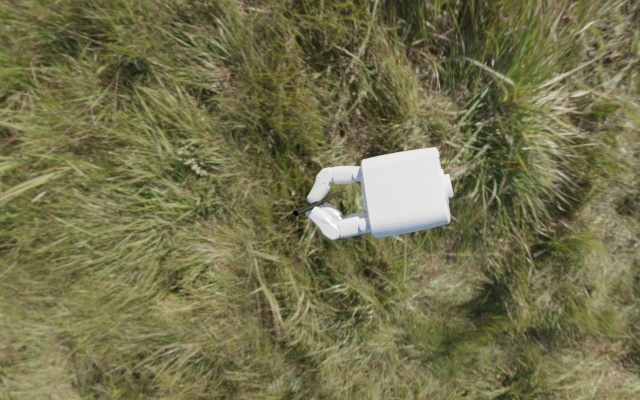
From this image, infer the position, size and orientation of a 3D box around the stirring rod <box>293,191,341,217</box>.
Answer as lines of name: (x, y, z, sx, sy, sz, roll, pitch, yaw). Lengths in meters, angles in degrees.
stirring rod: (0.000, 0.002, 0.722, 0.011, 0.011, 0.239, 0, 7, 15)
